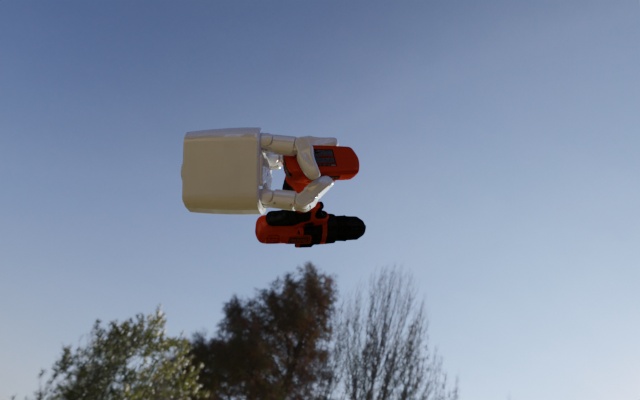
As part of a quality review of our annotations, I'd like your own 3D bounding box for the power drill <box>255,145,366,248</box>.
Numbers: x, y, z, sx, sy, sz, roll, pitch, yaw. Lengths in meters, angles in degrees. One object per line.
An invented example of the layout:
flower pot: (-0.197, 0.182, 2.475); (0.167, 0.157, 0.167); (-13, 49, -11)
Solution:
power drill: (0.000, 0.002, 0.728); (0.184, 0.057, 0.188); (-1, -42, -17)
